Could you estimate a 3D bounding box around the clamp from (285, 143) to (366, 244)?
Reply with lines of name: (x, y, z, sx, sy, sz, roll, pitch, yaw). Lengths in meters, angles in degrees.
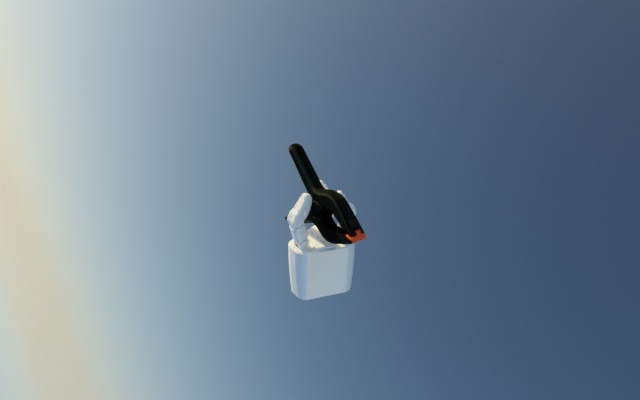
clamp: (0.000, 0.003, 0.814, 0.036, 0.165, 0.210, -18, 32, -31)
